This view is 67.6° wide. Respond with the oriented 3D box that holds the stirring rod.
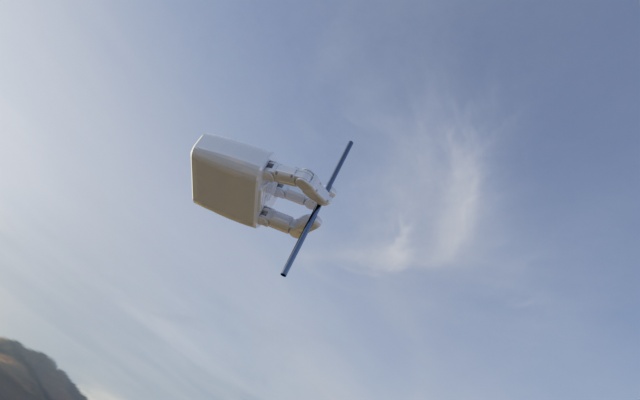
[{"bbox_3d":[0.000,0.002,0.648,0.011,0.239,0.011,18,-35,13],"label":"stirring rod"}]
